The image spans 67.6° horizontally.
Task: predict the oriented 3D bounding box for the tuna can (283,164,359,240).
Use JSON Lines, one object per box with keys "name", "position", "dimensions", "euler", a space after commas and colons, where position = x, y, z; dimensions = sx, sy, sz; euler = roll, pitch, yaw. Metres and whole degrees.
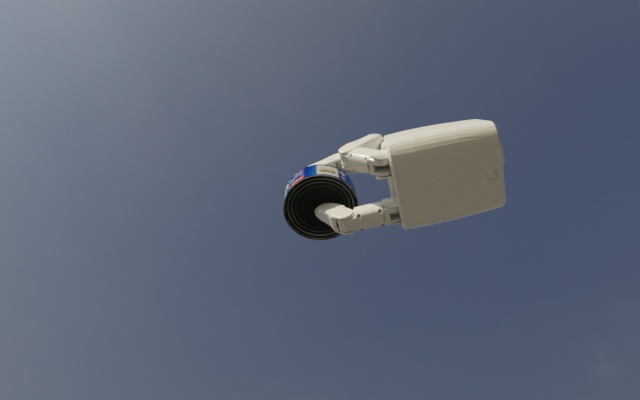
{"name": "tuna can", "position": [0.000, 0.002, 0.556], "dimensions": [0.086, 0.086, 0.033], "euler": [0, 30, -2]}
